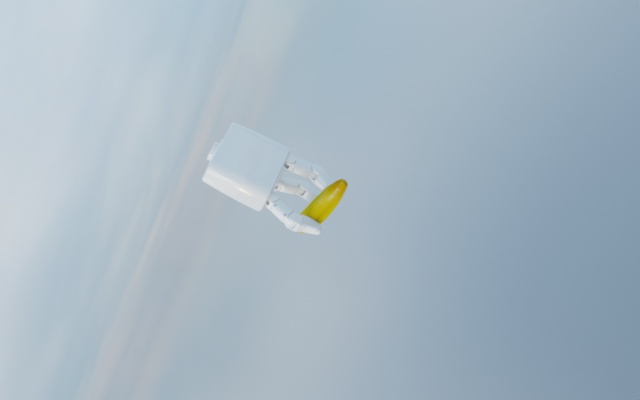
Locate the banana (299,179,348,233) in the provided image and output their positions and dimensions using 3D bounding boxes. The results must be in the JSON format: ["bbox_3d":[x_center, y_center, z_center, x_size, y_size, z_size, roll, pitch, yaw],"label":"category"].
[{"bbox_3d":[-0.009,0.019,0.811,0.037,0.069,0.198,32,-23,-7],"label":"banana"}]
